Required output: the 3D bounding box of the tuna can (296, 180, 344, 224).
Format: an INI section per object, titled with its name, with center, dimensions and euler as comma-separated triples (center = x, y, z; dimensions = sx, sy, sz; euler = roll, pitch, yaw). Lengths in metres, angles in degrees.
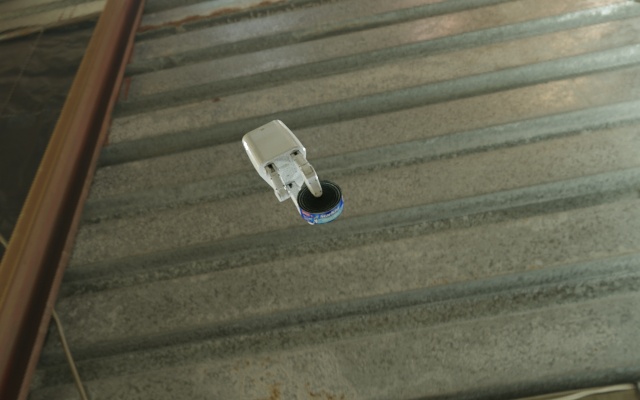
[tuna can]
center = 0.000, 0.003, 0.894
dimensions = 0.086, 0.086, 0.034
euler = 0, -43, 13
